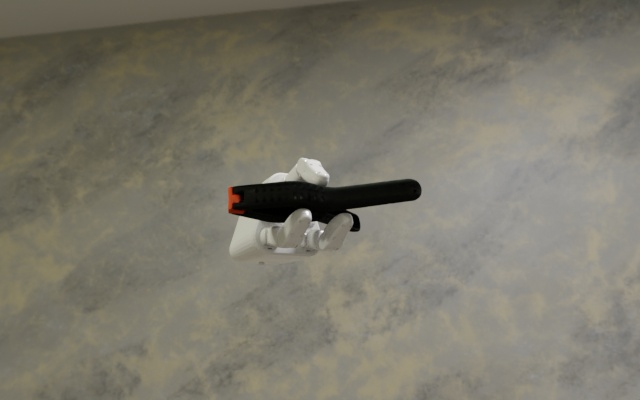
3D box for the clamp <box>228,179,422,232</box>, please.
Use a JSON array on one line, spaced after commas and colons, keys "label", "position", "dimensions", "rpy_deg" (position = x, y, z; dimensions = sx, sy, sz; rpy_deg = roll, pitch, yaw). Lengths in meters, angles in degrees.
[{"label": "clamp", "position": [-0.001, 0.001, 0.558], "dimensions": [0.210, 0.036, 0.164], "rpy_deg": [6, -21, -29]}]
